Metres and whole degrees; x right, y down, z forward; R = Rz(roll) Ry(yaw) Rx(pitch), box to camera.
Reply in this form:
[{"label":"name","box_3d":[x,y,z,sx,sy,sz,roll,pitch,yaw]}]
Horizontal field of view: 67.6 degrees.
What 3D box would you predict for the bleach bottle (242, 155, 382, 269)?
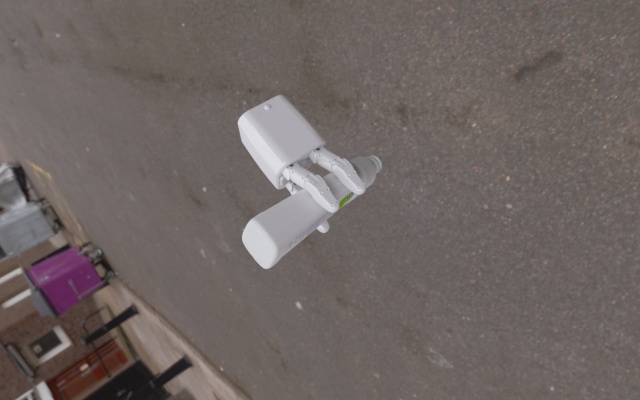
[{"label":"bleach bottle","box_3d":[0.000,0.002,0.744,0.250,0.068,0.103,-35,-10,-30]}]
